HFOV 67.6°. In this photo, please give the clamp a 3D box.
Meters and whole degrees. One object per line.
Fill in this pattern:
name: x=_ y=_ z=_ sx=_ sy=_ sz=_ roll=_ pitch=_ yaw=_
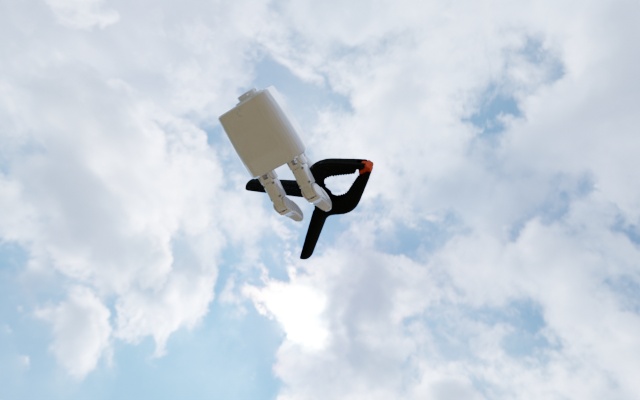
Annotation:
clamp: x=0.001 y=0.002 z=0.760 sx=0.210 sy=0.164 sz=0.036 roll=-23 pitch=17 yaw=27
